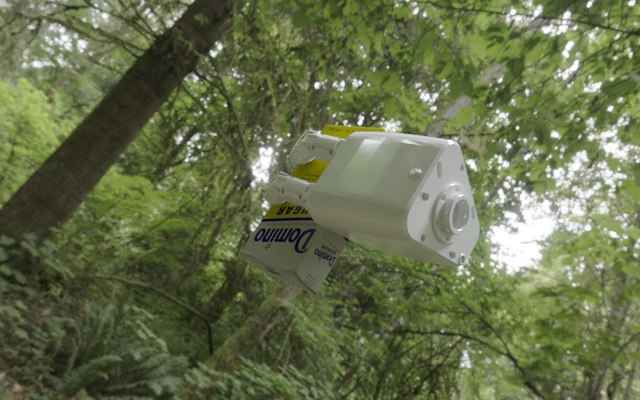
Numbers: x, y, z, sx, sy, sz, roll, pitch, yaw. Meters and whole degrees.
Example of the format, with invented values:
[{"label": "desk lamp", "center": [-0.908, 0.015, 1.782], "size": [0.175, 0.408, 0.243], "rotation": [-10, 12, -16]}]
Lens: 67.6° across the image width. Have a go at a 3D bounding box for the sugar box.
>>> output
[{"label": "sugar box", "center": [0.000, 0.001, 0.496], "size": [0.093, 0.176, 0.048], "rotation": [12, -29, 47]}]
